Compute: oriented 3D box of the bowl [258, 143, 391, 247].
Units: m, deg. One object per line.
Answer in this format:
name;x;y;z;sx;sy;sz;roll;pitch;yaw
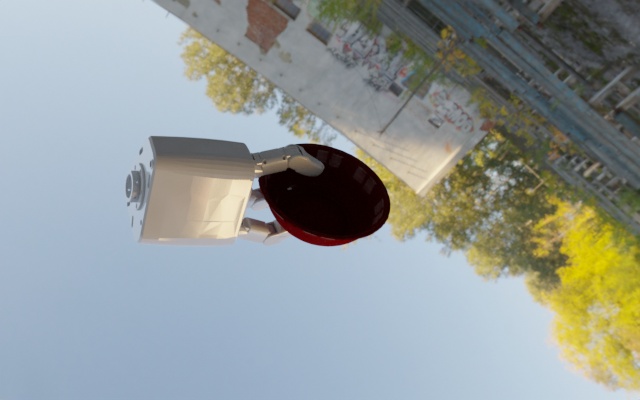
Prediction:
bowl;0.001;0.002;0.580;0.162;0.162;0.055;0;-44;-21
